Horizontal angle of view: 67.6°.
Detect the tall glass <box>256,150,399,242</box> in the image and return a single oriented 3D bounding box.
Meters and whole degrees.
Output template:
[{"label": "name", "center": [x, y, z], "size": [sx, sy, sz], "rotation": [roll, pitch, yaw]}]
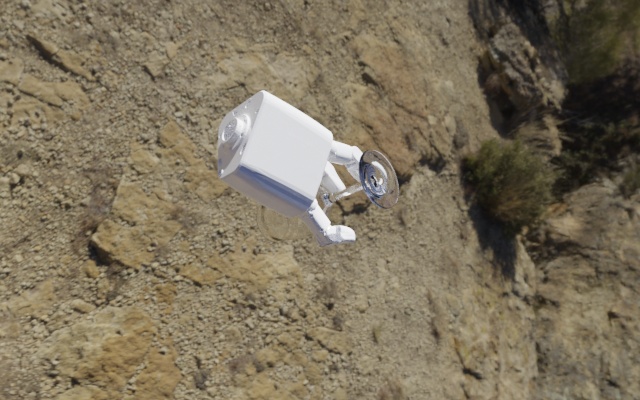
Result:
[{"label": "tall glass", "center": [0.001, 0.002, 0.631], "size": [0.201, 0.079, 0.079], "rotation": [-22, -15, 41]}]
